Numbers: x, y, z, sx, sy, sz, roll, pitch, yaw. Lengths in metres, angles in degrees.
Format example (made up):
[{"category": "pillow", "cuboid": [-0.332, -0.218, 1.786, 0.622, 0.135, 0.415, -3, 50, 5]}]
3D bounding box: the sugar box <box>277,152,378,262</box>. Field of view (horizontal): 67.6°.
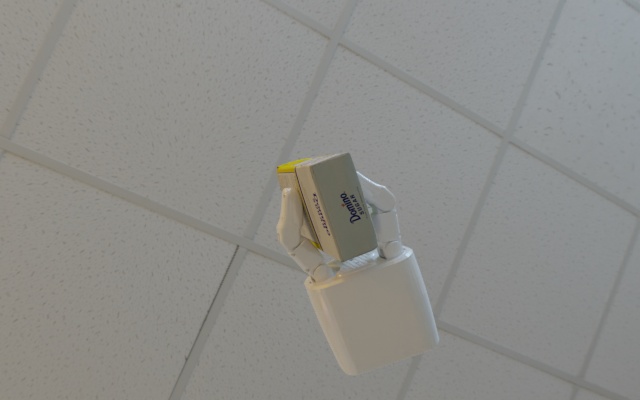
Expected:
[{"category": "sugar box", "cuboid": [0.001, 0.002, 0.499, 0.048, 0.093, 0.176, -21, 9, -15]}]
